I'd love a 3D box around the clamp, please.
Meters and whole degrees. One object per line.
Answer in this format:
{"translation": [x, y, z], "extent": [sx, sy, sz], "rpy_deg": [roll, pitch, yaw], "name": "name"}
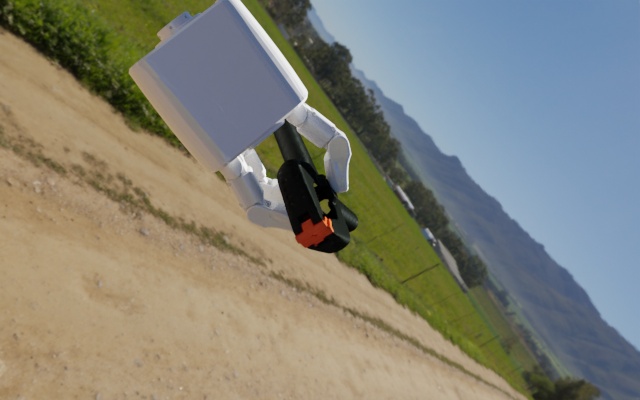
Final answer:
{"translation": [0.001, 0.001, 0.467], "extent": [0.036, 0.165, 0.210], "rpy_deg": [-32, 22, 10], "name": "clamp"}
